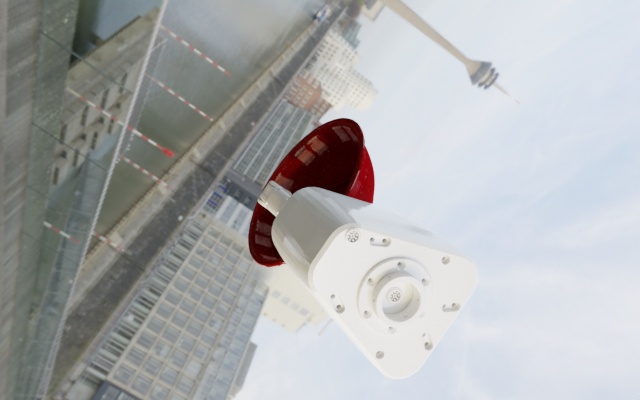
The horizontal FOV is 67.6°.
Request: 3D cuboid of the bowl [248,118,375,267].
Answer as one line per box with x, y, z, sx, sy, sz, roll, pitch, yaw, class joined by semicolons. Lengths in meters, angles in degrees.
0.000;0.001;0.465;0.055;0.162;0.162;34;-18;-29;bowl
